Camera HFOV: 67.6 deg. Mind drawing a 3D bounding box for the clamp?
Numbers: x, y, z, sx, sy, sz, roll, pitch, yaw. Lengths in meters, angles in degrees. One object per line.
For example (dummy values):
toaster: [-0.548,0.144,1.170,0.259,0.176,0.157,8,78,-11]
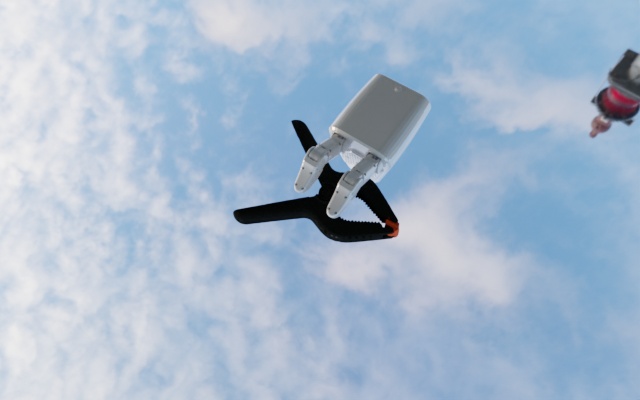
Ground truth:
clamp: [0.001,0.002,0.619,0.210,0.164,0.036,33,-12,19]
